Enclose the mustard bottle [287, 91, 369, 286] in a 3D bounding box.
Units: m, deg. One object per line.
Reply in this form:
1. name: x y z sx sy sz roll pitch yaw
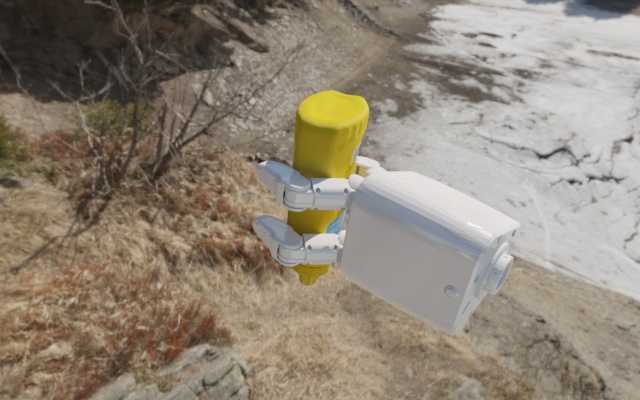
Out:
1. mustard bottle: 0.000 0.001 0.448 0.058 0.192 0.096 14 30 9
